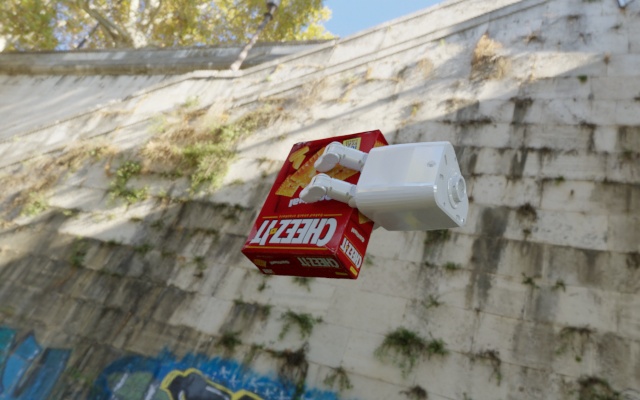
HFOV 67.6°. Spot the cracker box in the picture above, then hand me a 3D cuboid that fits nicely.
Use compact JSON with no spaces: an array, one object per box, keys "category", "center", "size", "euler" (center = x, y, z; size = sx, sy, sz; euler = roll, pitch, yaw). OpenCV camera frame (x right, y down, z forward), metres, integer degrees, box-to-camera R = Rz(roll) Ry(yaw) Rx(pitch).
[{"category":"cracker box","center":[0.000,0.002,0.691],"size":[0.164,0.213,0.072],"euler":[-4,-40,36]}]
